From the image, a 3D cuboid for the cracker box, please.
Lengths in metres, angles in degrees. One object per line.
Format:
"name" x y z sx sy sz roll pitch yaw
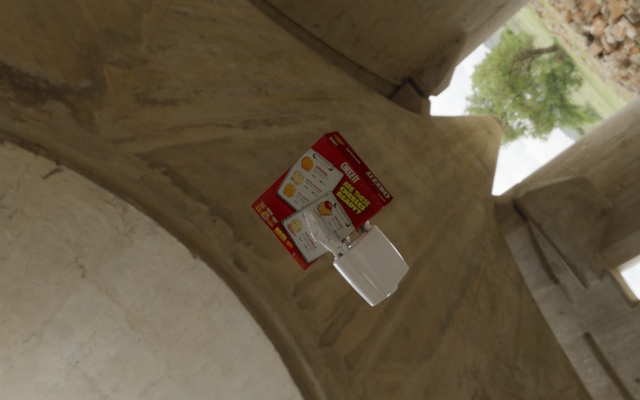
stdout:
"cracker box" 0.000 0.003 0.883 0.214 0.164 0.072 -41 -4 28
